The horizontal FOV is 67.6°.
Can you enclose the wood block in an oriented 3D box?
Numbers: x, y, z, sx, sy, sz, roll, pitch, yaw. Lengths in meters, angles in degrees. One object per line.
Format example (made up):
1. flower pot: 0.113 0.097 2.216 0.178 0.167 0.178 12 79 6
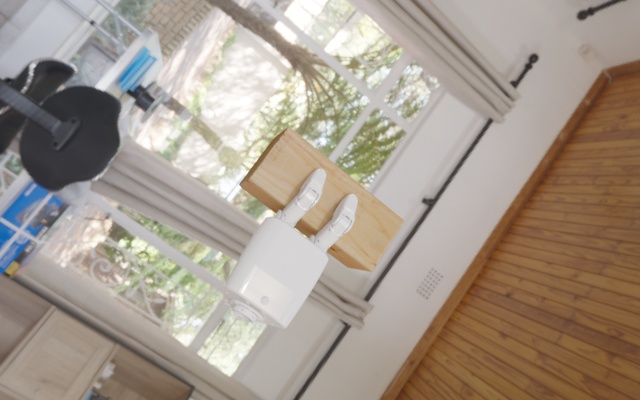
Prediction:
1. wood block: 0.000 0.003 0.668 0.206 0.090 0.091 38 -15 -14
